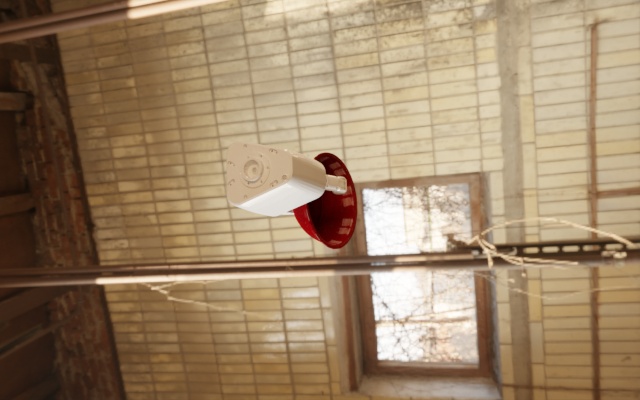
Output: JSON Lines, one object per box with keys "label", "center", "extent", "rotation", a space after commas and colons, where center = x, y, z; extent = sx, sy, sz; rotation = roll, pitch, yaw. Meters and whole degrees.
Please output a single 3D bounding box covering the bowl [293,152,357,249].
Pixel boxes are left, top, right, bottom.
{"label": "bowl", "center": [0.000, 0.003, 0.806], "extent": [0.055, 0.162, 0.162], "rotation": [-8, -4, 34]}
